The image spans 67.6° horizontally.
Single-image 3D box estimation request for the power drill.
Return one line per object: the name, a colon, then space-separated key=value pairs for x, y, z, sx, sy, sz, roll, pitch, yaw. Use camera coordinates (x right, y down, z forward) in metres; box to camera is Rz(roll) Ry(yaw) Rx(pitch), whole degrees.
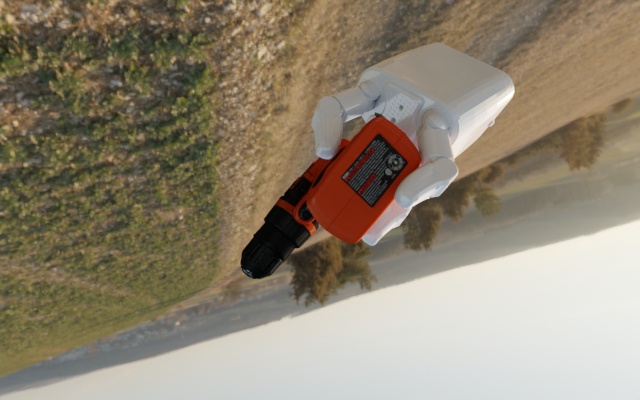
power drill: x=0.000 y=0.001 z=0.449 sx=0.057 sy=0.184 sz=0.187 roll=41 pitch=-15 yaw=-11
